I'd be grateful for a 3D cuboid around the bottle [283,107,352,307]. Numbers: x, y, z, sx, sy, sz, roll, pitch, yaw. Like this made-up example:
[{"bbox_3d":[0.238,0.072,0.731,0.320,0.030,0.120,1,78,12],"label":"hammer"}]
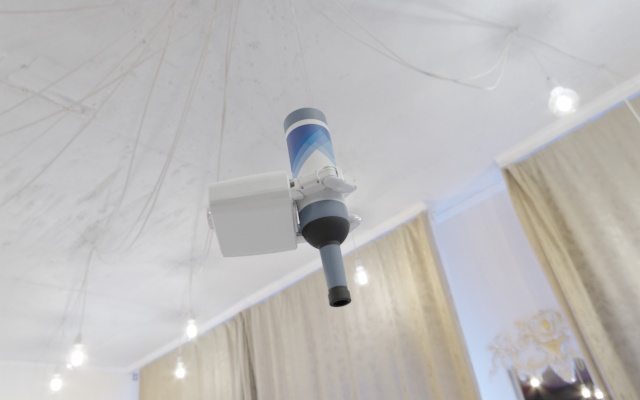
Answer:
[{"bbox_3d":[0.000,0.002,0.653,0.069,0.295,0.069,-8,-33,-5],"label":"bottle"}]
